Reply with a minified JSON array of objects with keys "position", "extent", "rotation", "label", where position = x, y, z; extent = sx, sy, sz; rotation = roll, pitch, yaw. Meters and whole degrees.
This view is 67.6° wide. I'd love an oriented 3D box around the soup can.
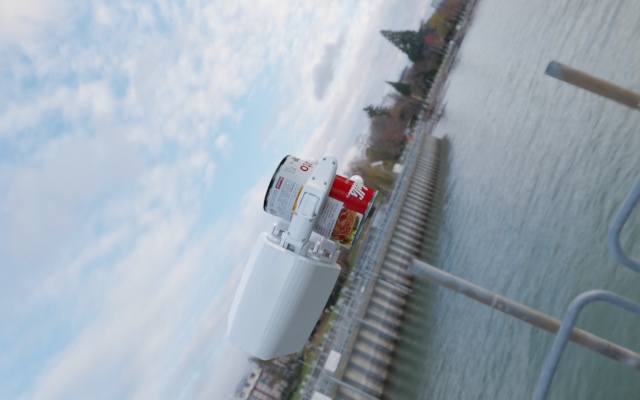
[{"position":[0.000,0.001,0.497],"extent":[0.102,0.068,0.068],"rotation":[23,3,6],"label":"soup can"}]
